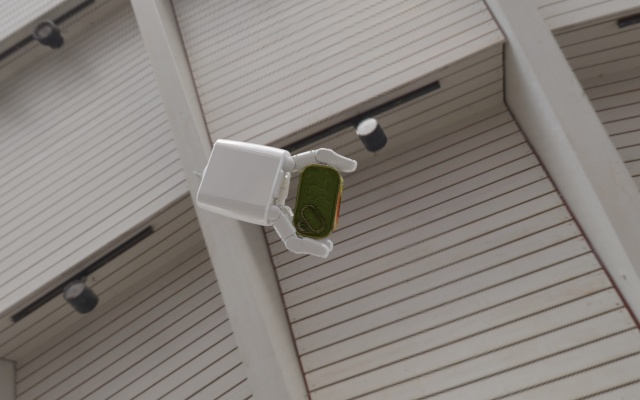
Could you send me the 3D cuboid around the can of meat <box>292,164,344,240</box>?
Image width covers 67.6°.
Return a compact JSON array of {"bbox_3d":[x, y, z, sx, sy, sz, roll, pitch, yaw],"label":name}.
[{"bbox_3d":[0.000,0.002,0.691,0.057,0.102,0.084,9,0,8],"label":"can of meat"}]
